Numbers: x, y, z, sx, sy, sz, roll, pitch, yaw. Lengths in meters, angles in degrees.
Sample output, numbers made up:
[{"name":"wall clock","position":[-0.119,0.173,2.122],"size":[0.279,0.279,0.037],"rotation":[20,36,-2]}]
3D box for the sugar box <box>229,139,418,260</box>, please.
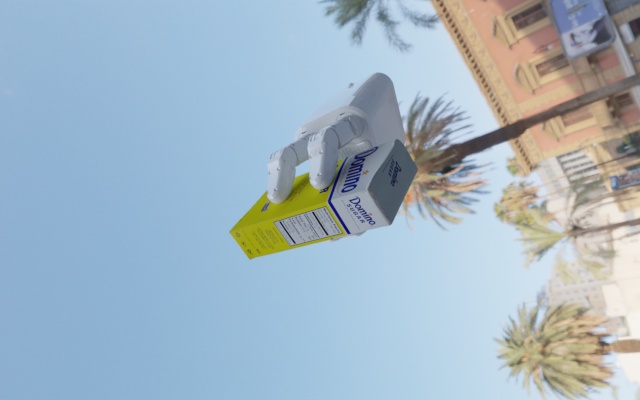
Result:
[{"name":"sugar box","position":[0.000,0.001,0.470],"size":[0.176,0.048,0.093],"rotation":[-21,22,38]}]
